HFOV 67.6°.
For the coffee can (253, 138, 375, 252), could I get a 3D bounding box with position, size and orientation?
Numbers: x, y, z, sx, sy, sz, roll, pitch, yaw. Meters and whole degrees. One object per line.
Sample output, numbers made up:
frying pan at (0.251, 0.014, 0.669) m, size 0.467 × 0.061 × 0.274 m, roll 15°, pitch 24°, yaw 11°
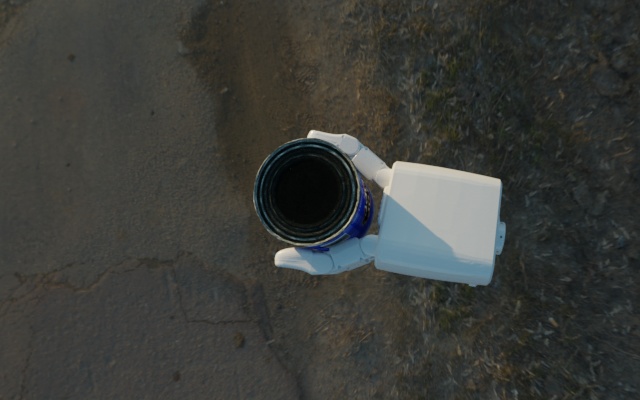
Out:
coffee can at (0.000, 0.002, 0.507) m, size 0.103 × 0.103 × 0.140 m, roll 0°, pitch -8°, yaw 12°
